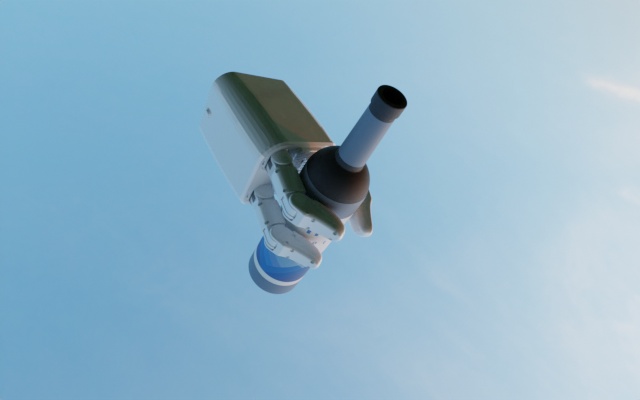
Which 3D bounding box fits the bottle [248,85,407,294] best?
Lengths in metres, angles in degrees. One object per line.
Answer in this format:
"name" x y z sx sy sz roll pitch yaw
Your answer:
"bottle" 0.000 0.002 0.484 0.069 0.069 0.296 0 -35 -28
